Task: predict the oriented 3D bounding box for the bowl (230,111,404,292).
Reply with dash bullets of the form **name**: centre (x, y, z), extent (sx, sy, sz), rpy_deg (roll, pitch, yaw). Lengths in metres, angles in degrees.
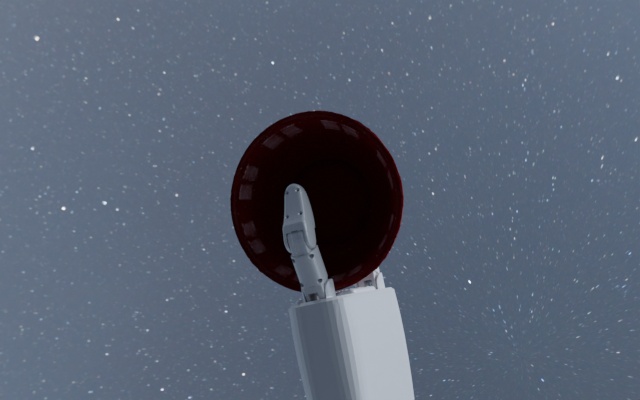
- **bowl**: centre (0.000, 0.000, 0.445), extent (0.162, 0.162, 0.055), rpy_deg (0, 0, 18)
